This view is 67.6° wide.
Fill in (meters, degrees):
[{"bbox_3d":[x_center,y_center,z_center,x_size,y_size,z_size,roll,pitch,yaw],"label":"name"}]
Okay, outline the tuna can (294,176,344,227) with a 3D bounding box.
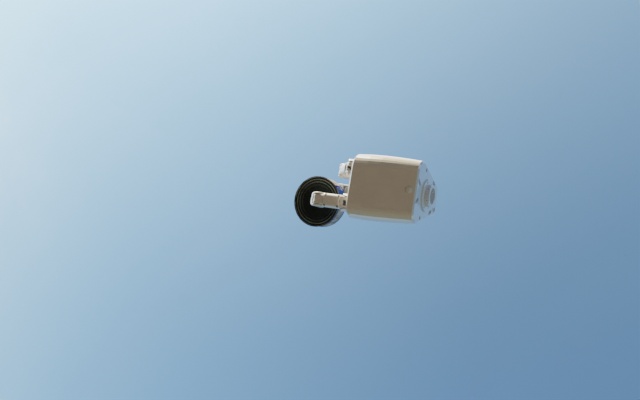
[{"bbox_3d":[0.000,0.003,0.816,0.086,0.086,0.034,0,-5,27],"label":"tuna can"}]
